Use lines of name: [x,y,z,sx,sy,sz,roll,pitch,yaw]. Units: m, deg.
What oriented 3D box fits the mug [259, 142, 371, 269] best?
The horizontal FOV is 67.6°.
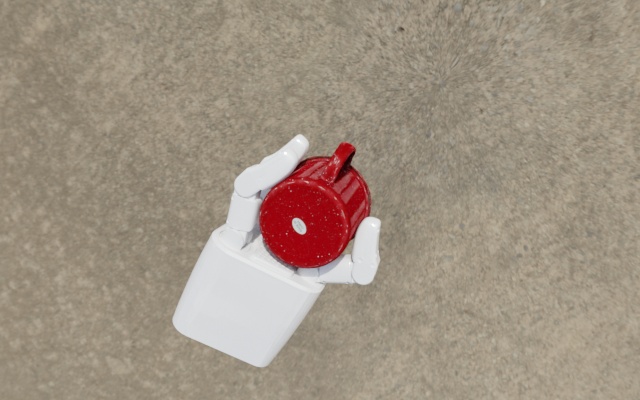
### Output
mug: [0.001,0.000,0.431,0.093,0.117,0.081,31,20,5]
